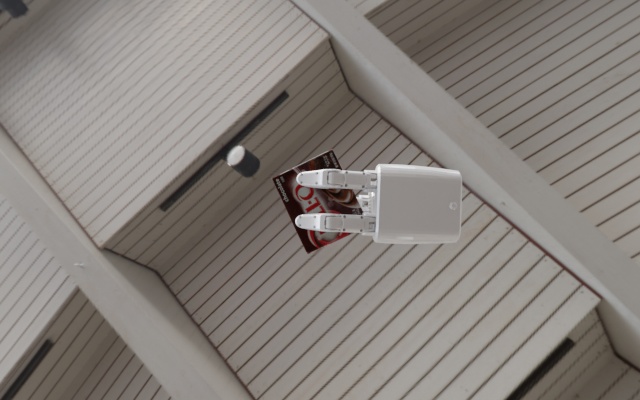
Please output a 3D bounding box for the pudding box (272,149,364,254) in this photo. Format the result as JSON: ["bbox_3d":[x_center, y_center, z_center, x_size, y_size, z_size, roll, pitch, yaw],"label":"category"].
[{"bbox_3d":[0.000,0.002,0.635,0.090,0.113,0.039,-26,-4,1],"label":"pudding box"}]
